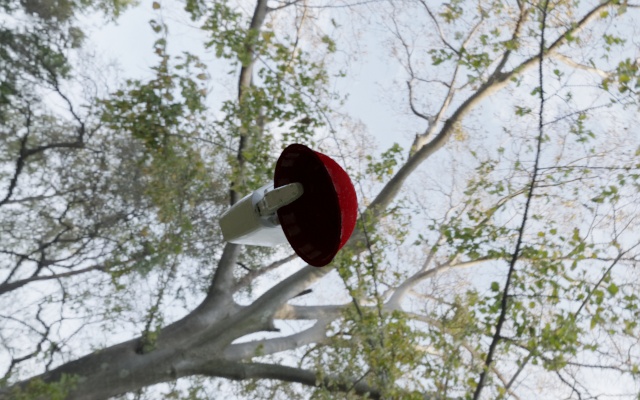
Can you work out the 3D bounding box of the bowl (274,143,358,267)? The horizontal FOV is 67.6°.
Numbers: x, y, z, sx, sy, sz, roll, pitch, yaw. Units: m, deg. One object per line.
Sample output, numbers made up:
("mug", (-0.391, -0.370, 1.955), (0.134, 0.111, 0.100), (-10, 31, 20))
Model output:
("bowl", (0.001, 0.002, 0.622), (0.055, 0.162, 0.162), (-13, 7, -31))
